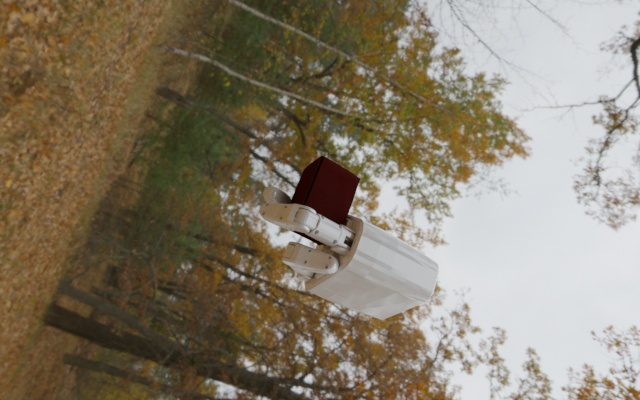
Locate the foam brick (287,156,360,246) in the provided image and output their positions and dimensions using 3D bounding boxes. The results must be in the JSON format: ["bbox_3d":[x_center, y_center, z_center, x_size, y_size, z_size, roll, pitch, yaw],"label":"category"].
[{"bbox_3d":[0.000,0.001,0.522,0.051,0.078,0.053,27,-20,-16],"label":"foam brick"}]
